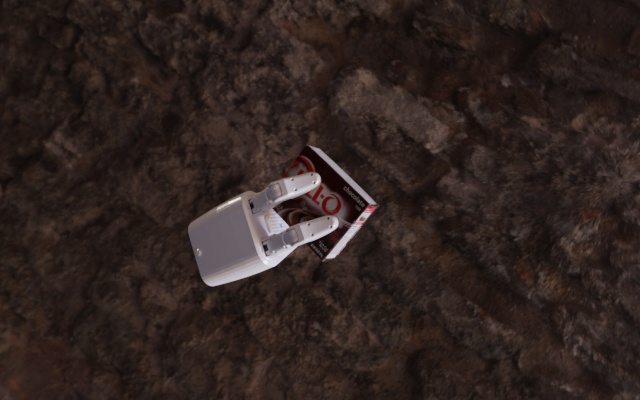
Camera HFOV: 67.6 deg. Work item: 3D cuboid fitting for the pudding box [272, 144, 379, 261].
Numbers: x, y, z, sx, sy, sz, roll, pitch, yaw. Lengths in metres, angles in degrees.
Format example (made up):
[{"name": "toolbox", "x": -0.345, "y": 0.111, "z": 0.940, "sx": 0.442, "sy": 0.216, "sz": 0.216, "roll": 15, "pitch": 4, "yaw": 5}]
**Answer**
[{"name": "pudding box", "x": 0.000, "y": 0.002, "z": 0.574, "sx": 0.113, "sy": 0.090, "sz": 0.039, "roll": 44, "pitch": 18, "yaw": 20}]
